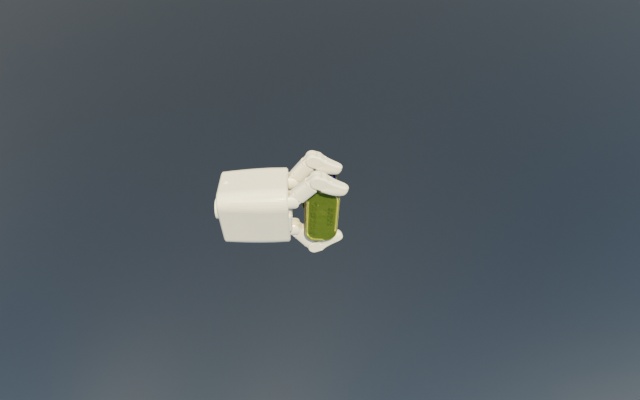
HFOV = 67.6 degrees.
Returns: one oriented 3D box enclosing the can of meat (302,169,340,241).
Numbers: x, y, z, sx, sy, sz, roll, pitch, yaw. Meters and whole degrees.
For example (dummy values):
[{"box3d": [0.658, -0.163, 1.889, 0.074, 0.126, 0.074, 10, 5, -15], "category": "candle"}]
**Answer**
[{"box3d": [0.000, 0.003, 0.769, 0.057, 0.102, 0.084, 1, 34, -4], "category": "can of meat"}]
